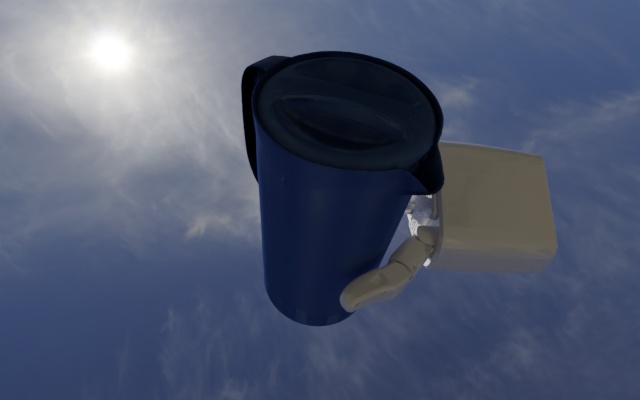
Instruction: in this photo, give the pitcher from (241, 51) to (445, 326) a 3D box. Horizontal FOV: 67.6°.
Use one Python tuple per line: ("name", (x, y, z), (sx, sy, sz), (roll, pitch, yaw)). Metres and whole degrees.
("pitcher", (0.000, 0.001, 0.418), (0.145, 0.149, 0.243), (3, -41, -6))
